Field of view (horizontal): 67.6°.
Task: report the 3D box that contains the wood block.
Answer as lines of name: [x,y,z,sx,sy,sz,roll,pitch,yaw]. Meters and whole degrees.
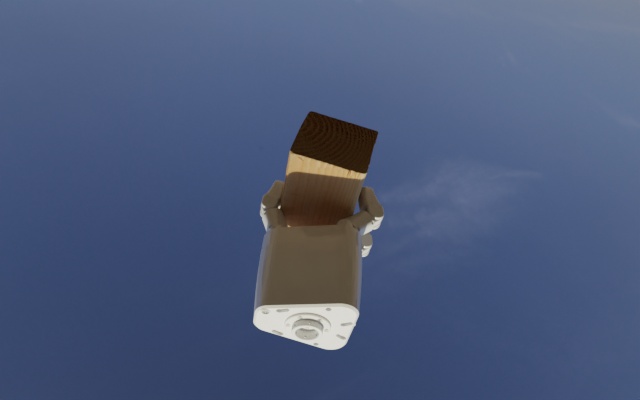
wood block: [0.000,0.002,0.622,0.091,0.206,0.090,17,44,3]
